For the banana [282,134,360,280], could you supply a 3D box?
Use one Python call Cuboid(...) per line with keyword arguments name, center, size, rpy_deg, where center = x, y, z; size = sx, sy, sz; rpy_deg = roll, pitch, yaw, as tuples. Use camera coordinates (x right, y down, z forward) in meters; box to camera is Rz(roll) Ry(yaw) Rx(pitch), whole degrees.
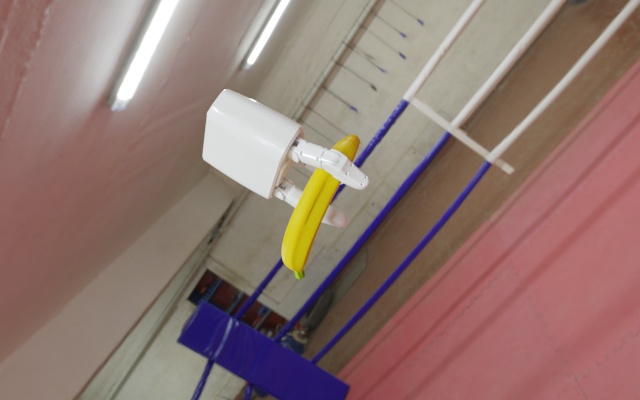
Cuboid(name="banana", center=(-0.005, 0.004, 0.583), size=(0.037, 0.198, 0.069), rpy_deg=(25, 3, 11))
